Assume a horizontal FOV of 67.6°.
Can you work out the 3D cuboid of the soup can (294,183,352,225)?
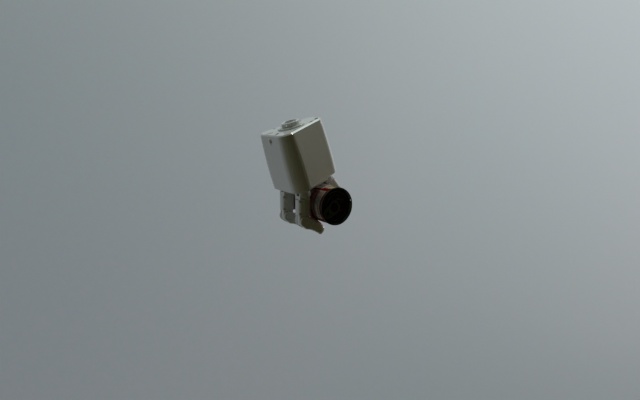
[{"bbox_3d":[0.000,0.003,0.873,0.068,0.068,0.102,0,9,-35],"label":"soup can"}]
